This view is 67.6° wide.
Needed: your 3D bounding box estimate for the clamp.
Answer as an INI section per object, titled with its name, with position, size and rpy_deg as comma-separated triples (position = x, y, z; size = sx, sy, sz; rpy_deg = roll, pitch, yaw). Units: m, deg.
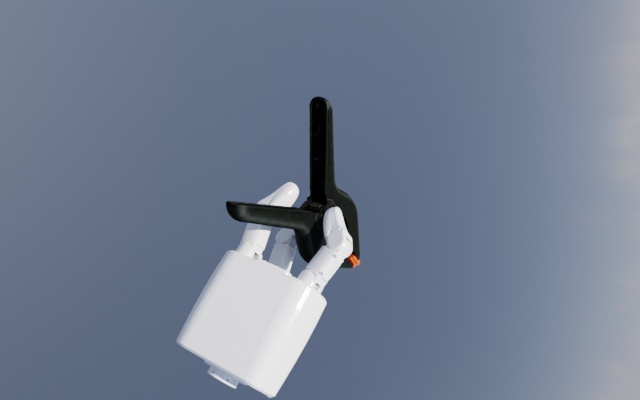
[clamp]
position = 0.001, 0.002, 0.537
size = 0.036, 0.164, 0.210
rpy_deg = 15, -25, 40
